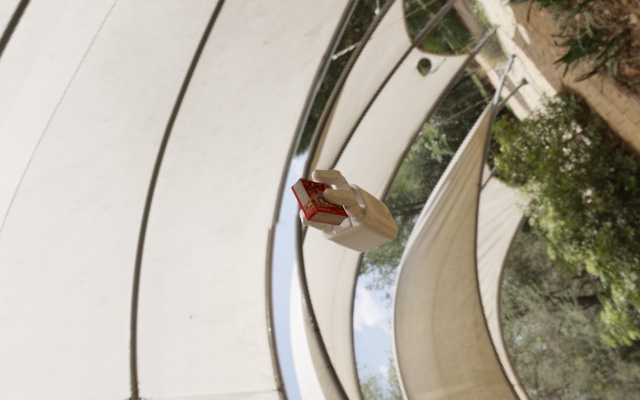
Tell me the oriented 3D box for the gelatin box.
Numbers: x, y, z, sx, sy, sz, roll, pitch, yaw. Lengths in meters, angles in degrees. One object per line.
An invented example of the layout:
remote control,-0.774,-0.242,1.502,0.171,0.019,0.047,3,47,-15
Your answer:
gelatin box,0.000,0.003,0.820,0.030,0.073,0.089,-44,-33,26
